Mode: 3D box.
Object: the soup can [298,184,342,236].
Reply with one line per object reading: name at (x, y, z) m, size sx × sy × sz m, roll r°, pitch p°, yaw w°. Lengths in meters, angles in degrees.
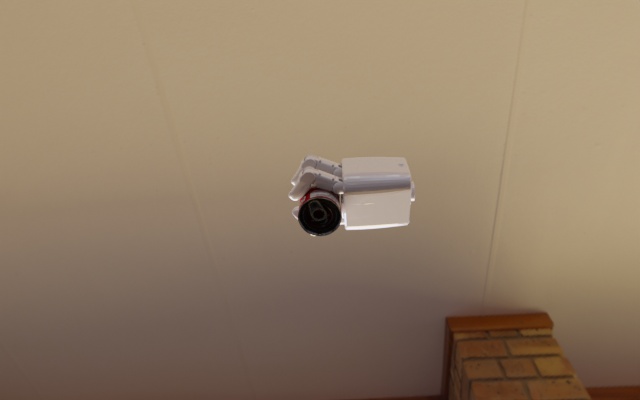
soup can at (0.000, 0.003, 0.775) m, size 0.068 × 0.068 × 0.102 m, roll 0°, pitch 28°, yaw 2°
